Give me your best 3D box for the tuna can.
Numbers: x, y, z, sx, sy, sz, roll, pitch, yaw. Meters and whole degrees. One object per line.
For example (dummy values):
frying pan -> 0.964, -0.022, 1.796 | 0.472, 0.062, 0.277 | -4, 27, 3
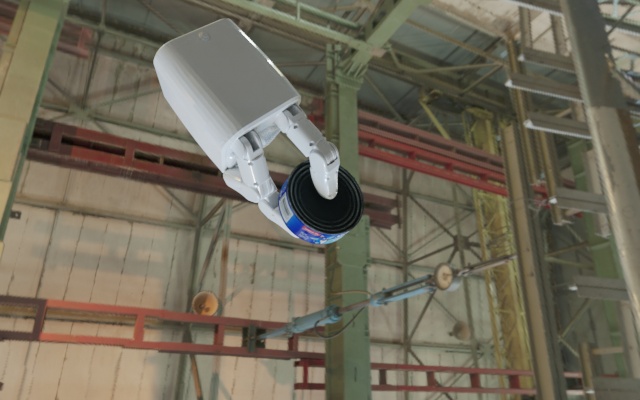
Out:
tuna can -> 0.000, 0.002, 0.498 | 0.086, 0.086, 0.034 | 0, -25, -26
